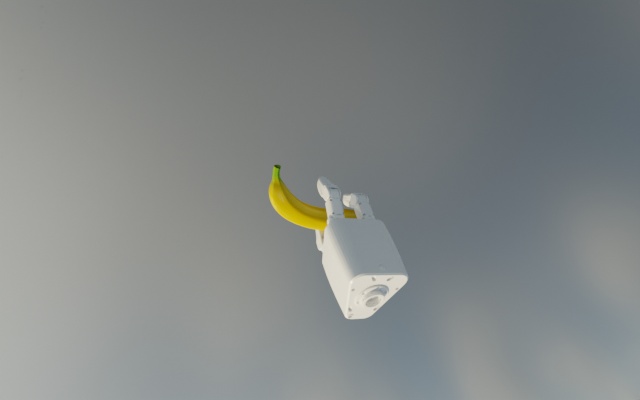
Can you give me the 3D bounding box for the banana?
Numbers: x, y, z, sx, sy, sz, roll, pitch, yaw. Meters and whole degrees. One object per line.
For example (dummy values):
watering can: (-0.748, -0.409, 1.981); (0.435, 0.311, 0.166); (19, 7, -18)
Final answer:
banana: (-0.014, 0.014, 0.773); (0.198, 0.070, 0.037); (28, 24, -37)
